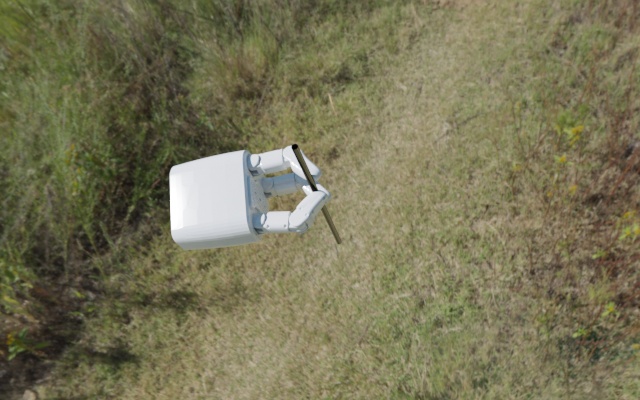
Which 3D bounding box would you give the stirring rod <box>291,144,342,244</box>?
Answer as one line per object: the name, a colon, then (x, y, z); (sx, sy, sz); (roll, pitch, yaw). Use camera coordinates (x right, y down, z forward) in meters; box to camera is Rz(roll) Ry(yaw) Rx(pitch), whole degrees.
stirring rod: (0.000, 0.002, 0.619); (0.011, 0.011, 0.240); (0, -30, 16)
